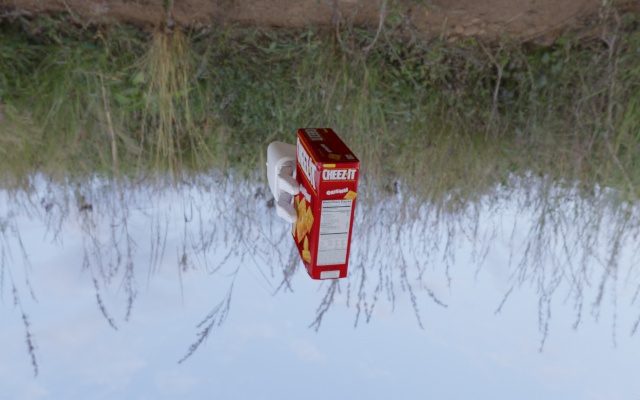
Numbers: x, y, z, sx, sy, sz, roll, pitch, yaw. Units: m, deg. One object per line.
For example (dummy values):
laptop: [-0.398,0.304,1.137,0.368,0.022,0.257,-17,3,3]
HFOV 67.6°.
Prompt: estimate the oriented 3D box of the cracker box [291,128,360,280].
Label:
cracker box: [0.000,0.003,0.815,0.072,0.214,0.164,-3,27,-15]
